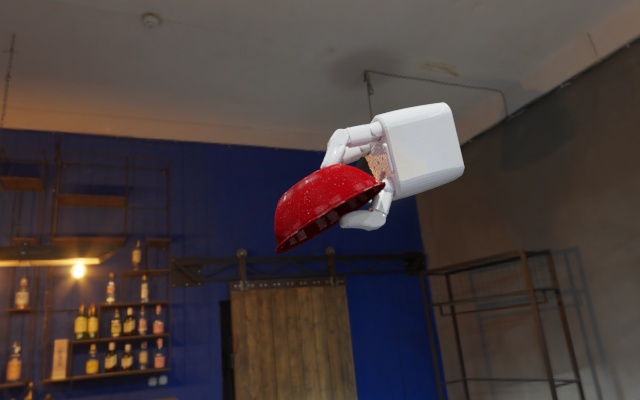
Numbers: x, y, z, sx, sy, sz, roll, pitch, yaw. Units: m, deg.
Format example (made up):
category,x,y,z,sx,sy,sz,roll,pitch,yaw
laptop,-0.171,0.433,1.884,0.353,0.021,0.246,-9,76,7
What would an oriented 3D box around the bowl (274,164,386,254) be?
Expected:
category,x,y,z,sx,sy,sz,roll,pitch,yaw
bowl,-0.001,0.002,0.598,0.162,0.055,0.162,-32,-9,-5
